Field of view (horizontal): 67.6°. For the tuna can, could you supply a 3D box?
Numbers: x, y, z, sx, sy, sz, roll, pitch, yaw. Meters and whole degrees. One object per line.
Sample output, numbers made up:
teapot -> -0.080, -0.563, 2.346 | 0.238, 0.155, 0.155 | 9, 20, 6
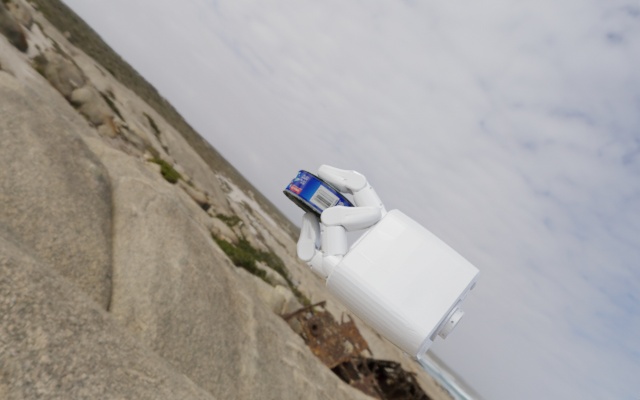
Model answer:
tuna can -> 0.000, 0.001, 0.555 | 0.086, 0.033, 0.086 | 36, -7, 5
